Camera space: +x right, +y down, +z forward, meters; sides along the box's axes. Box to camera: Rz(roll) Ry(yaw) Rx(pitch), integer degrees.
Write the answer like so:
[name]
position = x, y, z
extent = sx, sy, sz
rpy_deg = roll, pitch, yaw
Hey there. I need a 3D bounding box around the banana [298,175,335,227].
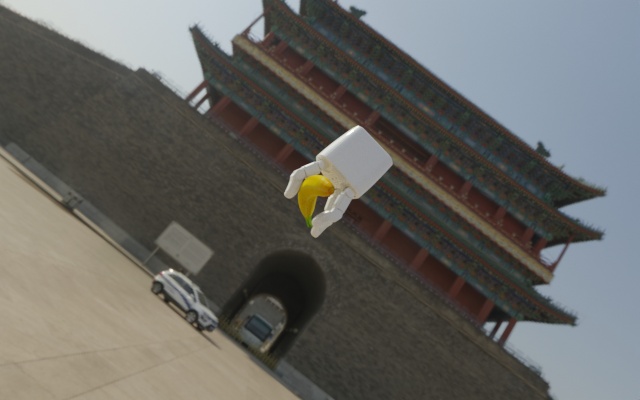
[banana]
position = -0.011, -0.011, 0.896
extent = 0.037, 0.069, 0.198
rpy_deg = -31, -11, -19
